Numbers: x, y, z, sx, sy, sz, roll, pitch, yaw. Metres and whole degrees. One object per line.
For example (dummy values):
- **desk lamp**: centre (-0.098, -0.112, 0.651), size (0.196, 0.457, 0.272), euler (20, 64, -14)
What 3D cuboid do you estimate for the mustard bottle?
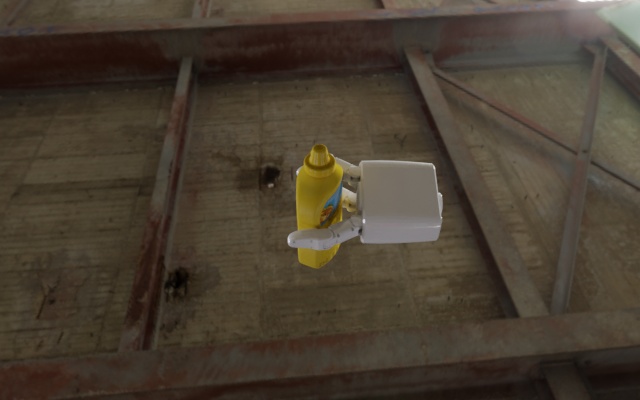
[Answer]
- **mustard bottle**: centre (0.000, 0.002, 0.666), size (0.058, 0.192, 0.096), euler (18, 48, 18)
